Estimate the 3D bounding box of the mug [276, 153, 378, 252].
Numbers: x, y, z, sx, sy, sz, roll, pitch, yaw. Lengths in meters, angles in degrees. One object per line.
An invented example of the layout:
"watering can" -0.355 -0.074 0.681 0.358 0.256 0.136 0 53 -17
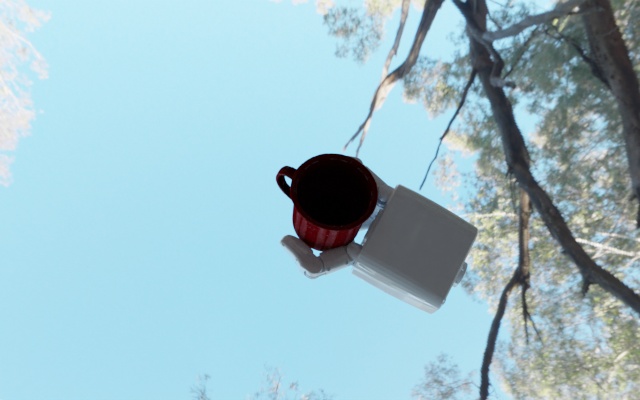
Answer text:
"mug" -0.001 0.001 0.537 0.117 0.093 0.081 29 -27 8
